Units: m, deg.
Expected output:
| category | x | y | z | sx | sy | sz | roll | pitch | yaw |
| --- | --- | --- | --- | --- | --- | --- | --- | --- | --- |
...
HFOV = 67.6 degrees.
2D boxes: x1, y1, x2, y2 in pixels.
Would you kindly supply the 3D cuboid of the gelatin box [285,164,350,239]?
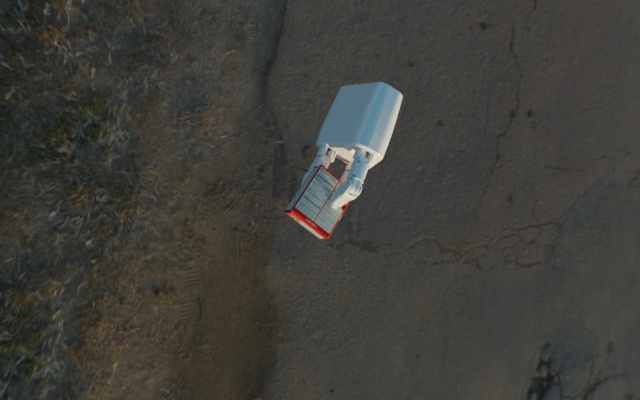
| category | x | y | z | sx | sy | sz | roll | pitch | yaw |
| --- | --- | --- | --- | --- | --- | --- | --- | --- | --- |
| gelatin box | 0.000 | 0.003 | 0.722 | 0.073 | 0.089 | 0.030 | 39 | -20 | -19 |
